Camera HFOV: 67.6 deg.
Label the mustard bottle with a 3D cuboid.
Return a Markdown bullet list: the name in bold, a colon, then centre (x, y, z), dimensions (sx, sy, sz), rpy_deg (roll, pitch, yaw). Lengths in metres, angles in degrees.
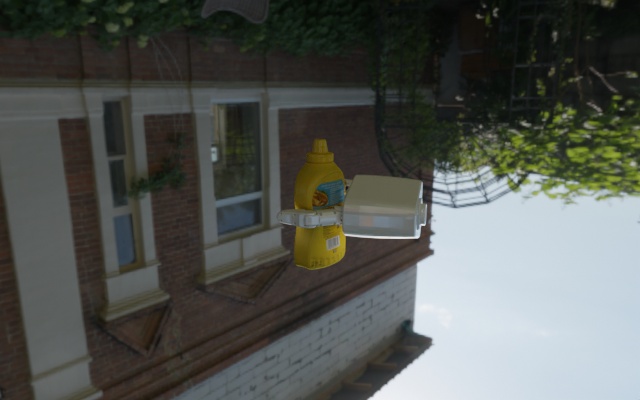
- **mustard bottle**: centre (0.000, 0.003, 0.733), dimensions (0.058, 0.192, 0.096), rpy_deg (11, 17, 39)
